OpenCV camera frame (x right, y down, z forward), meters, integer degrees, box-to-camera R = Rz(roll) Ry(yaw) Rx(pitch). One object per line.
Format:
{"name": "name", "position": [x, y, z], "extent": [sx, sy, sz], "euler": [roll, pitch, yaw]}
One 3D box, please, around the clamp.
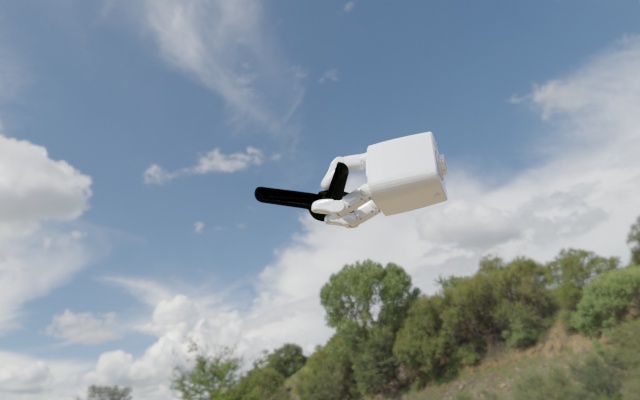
{"name": "clamp", "position": [0.001, 0.002, 0.809], "extent": [0.164, 0.036, 0.210], "euler": [-11, -25, 20]}
